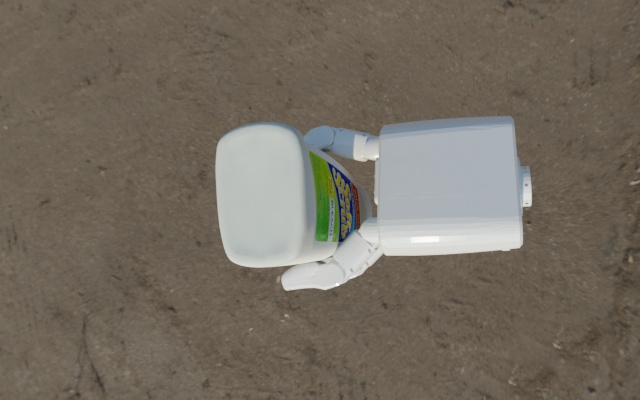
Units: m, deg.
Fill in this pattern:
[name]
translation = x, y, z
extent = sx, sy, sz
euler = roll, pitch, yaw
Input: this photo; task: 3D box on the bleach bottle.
[bleach bottle]
translation = 0.000, 0.002, 0.436
extent = 0.068, 0.102, 0.251
euler = -4, -3, 20
